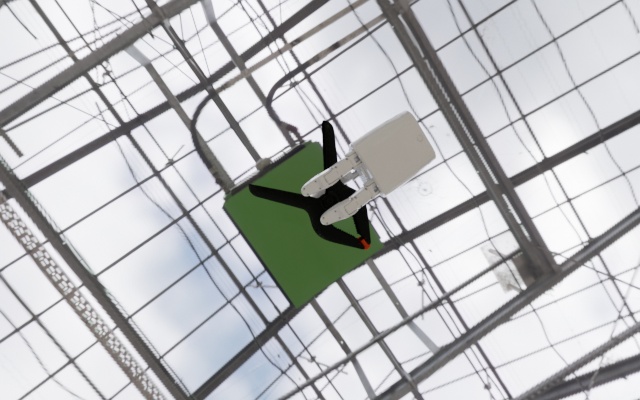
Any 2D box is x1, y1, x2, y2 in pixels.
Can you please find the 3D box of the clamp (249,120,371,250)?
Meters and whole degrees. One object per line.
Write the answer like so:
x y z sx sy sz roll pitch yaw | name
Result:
0.000 0.003 0.760 0.164 0.210 0.036 -34 10 -4 | clamp
